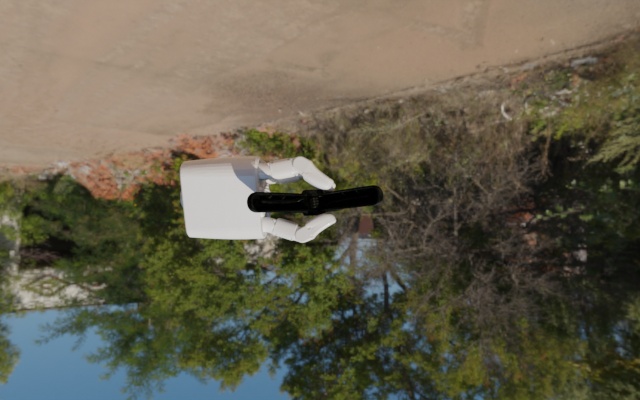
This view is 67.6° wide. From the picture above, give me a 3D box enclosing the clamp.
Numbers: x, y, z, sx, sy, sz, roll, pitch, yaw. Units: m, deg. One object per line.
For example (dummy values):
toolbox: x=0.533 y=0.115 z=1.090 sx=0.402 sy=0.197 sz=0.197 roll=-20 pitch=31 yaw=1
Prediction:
clamp: x=0.000 y=0.003 z=0.662 sx=0.164 sy=0.036 sz=0.210 roll=-3 pitch=-3 yaw=4
